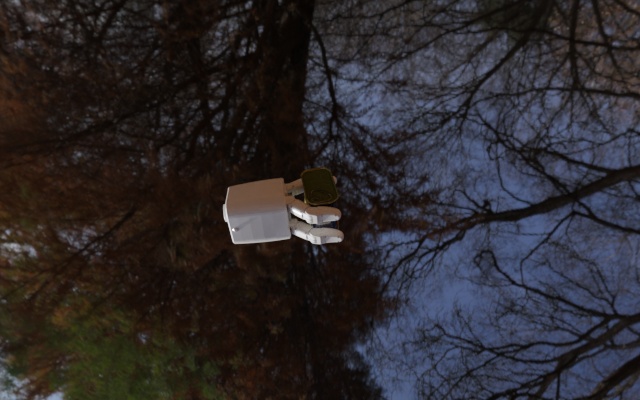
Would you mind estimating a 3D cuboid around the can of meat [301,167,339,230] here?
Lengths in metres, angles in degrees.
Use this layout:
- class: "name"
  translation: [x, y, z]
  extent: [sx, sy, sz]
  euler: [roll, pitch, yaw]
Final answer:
- class: "can of meat"
  translation: [0.000, 0.003, 0.875]
  extent: [0.057, 0.084, 0.102]
  euler: [-10, 41, -6]
